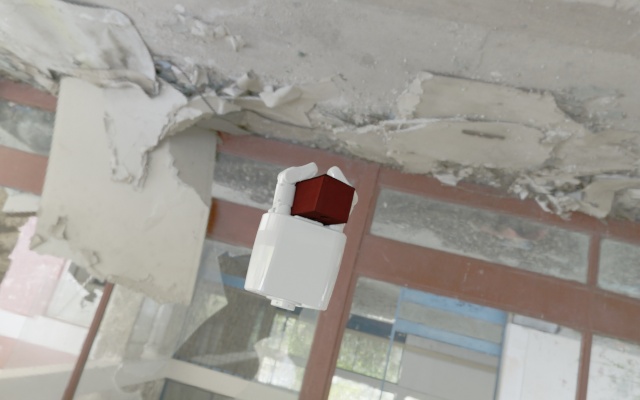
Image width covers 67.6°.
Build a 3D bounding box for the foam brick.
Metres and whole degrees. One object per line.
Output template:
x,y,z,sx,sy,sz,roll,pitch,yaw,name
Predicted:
0.000,0.002,0.641,0.053,0.051,0.078,23,-18,-28,foam brick
